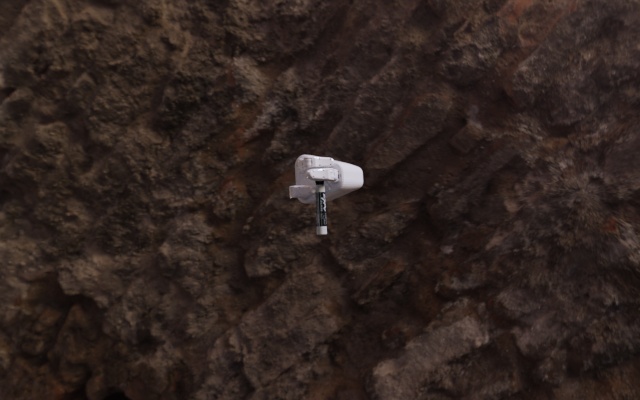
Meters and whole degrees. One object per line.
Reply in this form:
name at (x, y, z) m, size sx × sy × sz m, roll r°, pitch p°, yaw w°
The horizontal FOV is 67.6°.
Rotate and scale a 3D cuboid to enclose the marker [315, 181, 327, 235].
marker at (0.000, 0.003, 0.892) m, size 0.020 × 0.121 × 0.020 m, roll -2°, pitch -1°, yaw 0°
